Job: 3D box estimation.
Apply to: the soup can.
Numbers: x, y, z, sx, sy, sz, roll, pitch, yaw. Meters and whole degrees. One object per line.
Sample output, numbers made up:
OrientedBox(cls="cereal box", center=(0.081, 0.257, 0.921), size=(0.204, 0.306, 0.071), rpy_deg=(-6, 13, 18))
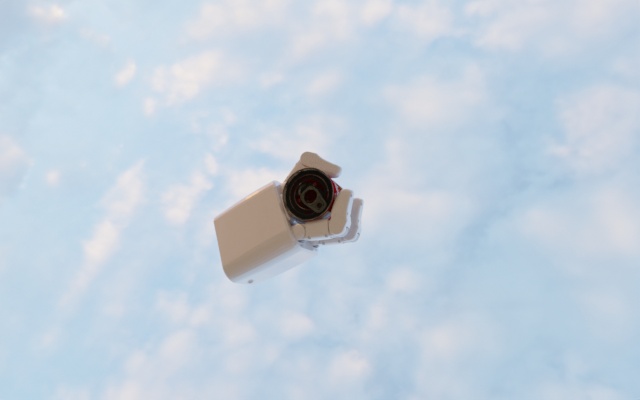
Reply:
OrientedBox(cls="soup can", center=(0.001, 0.002, 0.640), size=(0.068, 0.068, 0.102), rpy_deg=(0, -12, 20))
